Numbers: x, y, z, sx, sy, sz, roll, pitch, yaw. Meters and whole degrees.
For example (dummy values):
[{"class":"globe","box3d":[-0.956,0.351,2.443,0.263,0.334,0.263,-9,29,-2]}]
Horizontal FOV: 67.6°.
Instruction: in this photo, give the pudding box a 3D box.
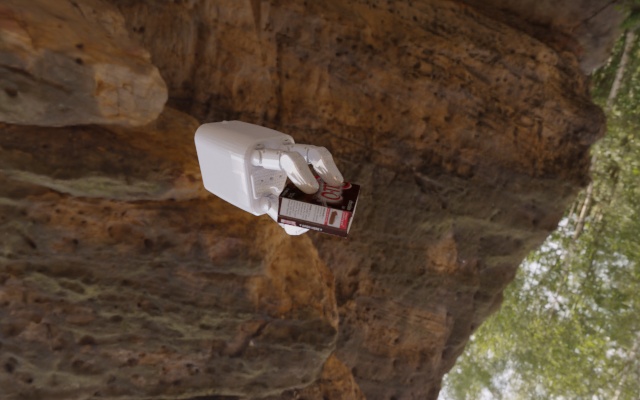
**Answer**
[{"class":"pudding box","box3d":[0.000,0.002,0.601,0.090,0.039,0.113,11,22,5]}]
